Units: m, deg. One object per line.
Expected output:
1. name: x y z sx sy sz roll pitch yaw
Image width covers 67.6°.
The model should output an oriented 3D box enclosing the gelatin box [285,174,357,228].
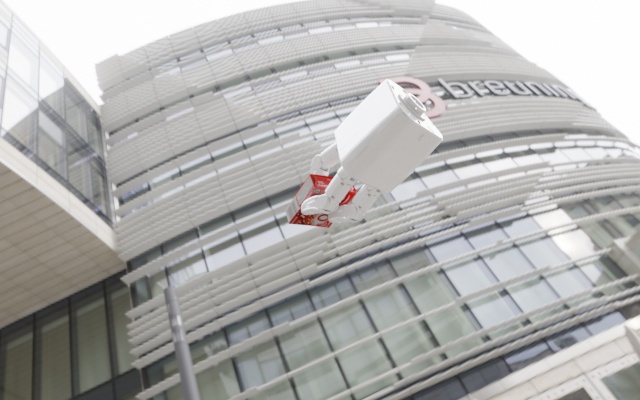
1. gelatin box: 0.000 0.002 0.706 0.073 0.030 0.089 7 -43 -32
